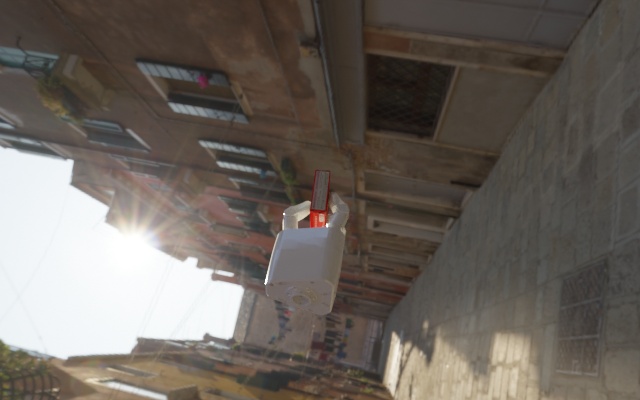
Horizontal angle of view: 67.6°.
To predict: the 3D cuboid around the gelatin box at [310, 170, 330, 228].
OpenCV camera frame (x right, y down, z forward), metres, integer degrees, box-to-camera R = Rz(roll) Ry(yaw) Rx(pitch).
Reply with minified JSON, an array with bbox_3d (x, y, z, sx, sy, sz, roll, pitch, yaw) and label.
[{"bbox_3d":[0.000,0.002,0.841,0.030,0.089,0.073,5,-34,2],"label":"gelatin box"}]
